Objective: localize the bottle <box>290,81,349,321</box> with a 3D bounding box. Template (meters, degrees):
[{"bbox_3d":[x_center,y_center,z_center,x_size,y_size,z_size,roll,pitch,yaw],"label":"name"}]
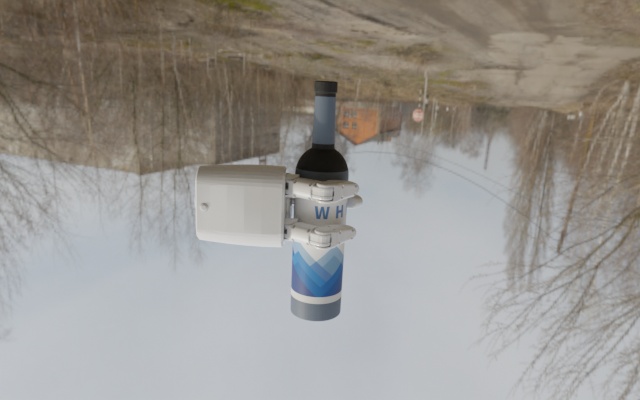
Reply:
[{"bbox_3d":[0.000,0.002,0.599,0.069,0.296,0.069,3,13,-1],"label":"bottle"}]
